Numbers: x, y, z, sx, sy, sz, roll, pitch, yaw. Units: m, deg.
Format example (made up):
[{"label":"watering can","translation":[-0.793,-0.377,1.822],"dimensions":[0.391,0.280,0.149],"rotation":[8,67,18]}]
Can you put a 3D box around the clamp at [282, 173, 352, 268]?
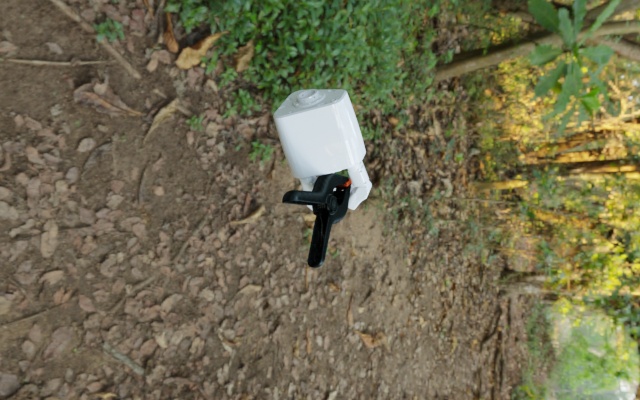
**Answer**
[{"label":"clamp","translation":[0.001,0.002,0.712],"dimensions":[0.039,0.120,0.171],"rotation":[-3,36,26]}]
